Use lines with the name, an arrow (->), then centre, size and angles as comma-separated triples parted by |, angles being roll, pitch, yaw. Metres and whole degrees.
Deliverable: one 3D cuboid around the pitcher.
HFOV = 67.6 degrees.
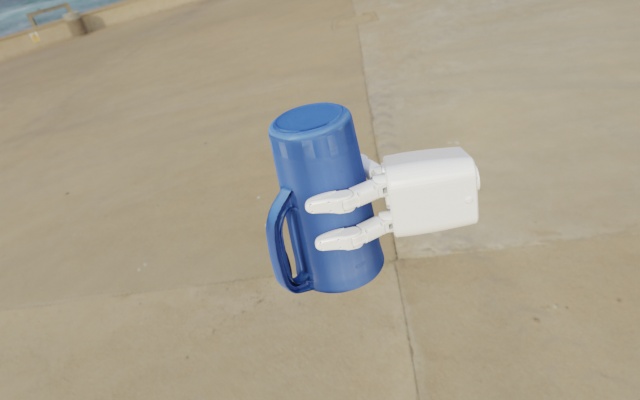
pitcher -> 0.000, 0.002, 0.650 | 0.145, 0.243, 0.149 | -8, 30, 8
